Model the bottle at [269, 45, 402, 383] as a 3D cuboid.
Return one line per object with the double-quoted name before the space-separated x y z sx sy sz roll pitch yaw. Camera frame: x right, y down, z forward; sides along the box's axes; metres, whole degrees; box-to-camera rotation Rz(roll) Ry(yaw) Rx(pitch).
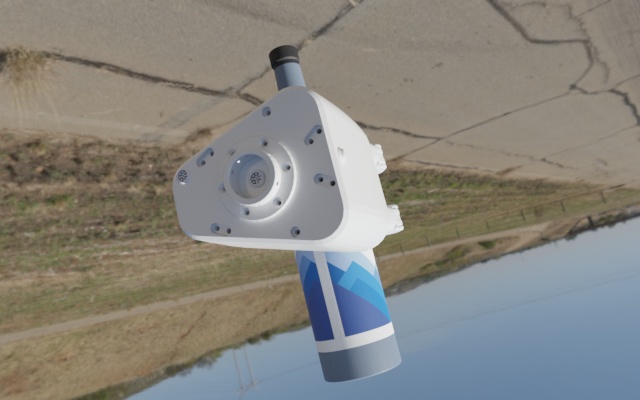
"bottle" 0.000 0.002 0.424 0.069 0.295 0.069 -14 -10 -2
